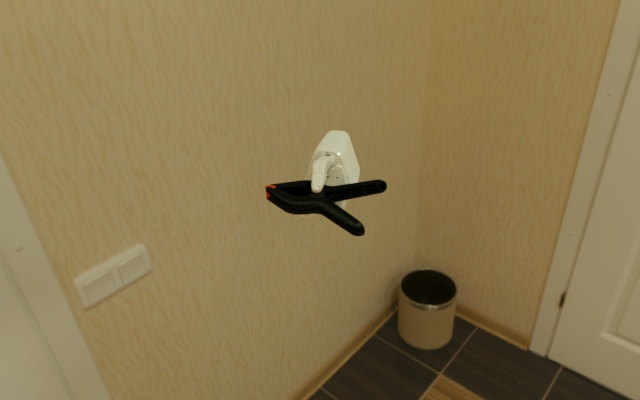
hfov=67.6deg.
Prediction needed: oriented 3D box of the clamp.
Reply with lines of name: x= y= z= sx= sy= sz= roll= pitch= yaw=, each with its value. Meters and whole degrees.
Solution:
clamp: x=0.000 y=0.002 z=0.813 sx=0.210 sy=0.036 sz=0.164 roll=4 pitch=29 yaw=12
